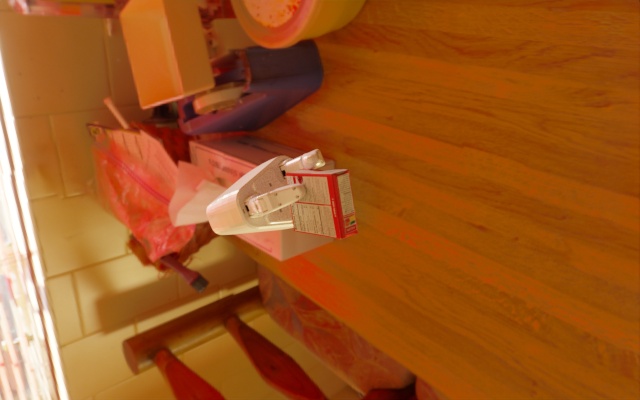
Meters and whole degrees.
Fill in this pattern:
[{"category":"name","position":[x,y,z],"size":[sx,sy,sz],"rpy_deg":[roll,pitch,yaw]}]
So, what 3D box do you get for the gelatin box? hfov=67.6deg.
[{"category":"gelatin box","position":[0.000,0.002,0.548],"size":[0.030,0.073,0.089],"rpy_deg":[-17,14,-37]}]
